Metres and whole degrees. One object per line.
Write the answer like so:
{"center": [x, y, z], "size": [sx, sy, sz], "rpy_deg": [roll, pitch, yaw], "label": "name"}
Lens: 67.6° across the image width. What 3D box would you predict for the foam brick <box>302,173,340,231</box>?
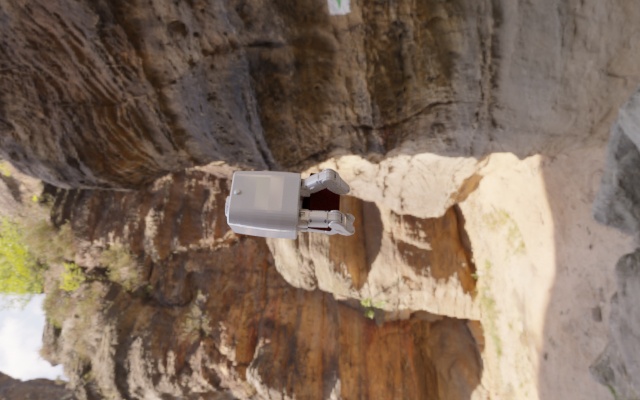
{"center": [0.000, 0.002, 0.775], "size": [0.051, 0.078, 0.053], "rpy_deg": [10, -30, -12], "label": "foam brick"}
